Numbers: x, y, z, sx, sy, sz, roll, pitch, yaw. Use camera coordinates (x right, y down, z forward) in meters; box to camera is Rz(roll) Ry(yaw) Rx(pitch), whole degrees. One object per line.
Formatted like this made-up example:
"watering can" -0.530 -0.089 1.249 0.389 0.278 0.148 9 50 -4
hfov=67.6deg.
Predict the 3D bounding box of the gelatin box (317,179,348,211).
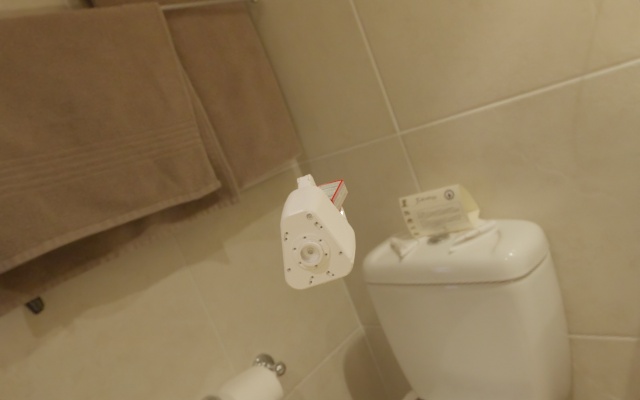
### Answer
"gelatin box" 0.000 0.002 0.783 0.073 0.030 0.089 -16 21 21
